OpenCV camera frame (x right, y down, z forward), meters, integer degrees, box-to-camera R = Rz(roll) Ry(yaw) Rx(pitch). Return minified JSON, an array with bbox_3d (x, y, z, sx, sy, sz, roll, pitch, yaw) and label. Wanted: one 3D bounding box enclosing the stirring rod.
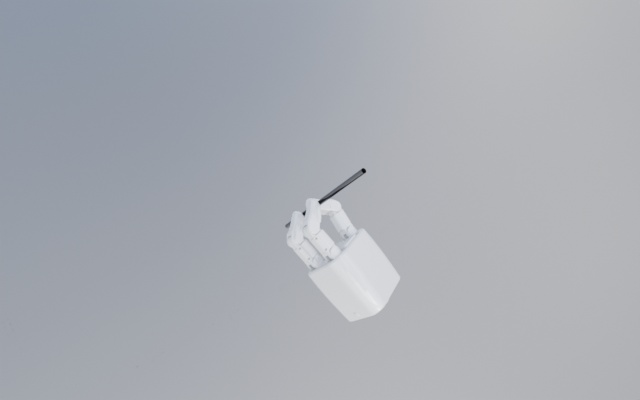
[{"bbox_3d":[0.000,0.002,0.743,0.011,0.011,0.240,0,-21,-31],"label":"stirring rod"}]
